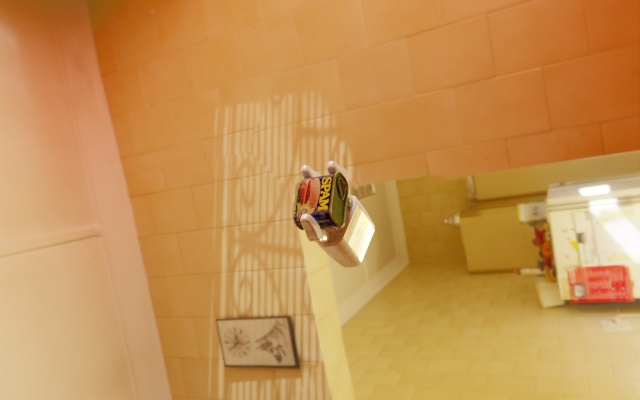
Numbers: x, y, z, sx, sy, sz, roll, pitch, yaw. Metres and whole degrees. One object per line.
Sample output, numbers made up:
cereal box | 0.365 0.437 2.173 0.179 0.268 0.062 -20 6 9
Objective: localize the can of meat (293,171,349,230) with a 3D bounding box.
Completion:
can of meat | 0.000 0.003 0.876 0.084 0.102 0.057 -8 -32 27
